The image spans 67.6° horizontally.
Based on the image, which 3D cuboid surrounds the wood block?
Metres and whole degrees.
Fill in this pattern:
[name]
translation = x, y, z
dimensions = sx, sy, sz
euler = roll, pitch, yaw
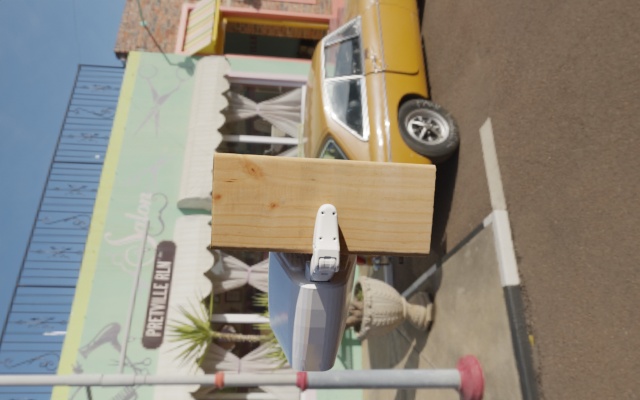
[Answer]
[wood block]
translation = 0.000, 0.002, 0.482
dimensions = 0.206, 0.090, 0.091
euler = 2, 6, -6
